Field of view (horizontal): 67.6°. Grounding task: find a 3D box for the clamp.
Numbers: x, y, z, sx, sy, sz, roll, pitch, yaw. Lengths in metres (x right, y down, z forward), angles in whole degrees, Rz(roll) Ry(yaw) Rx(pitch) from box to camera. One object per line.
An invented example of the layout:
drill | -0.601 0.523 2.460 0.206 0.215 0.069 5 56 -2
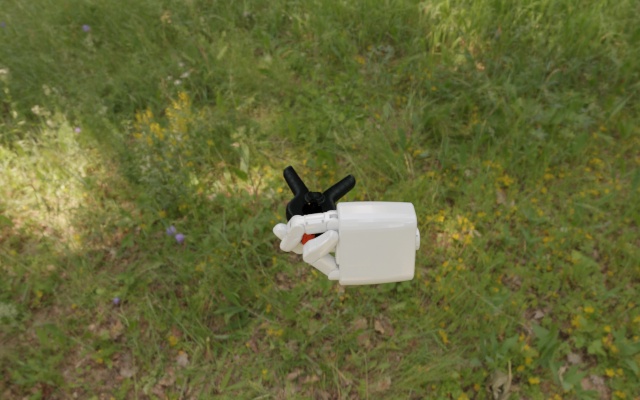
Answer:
clamp | 0.000 0.002 0.742 0.120 0.039 0.171 -2 41 -1
